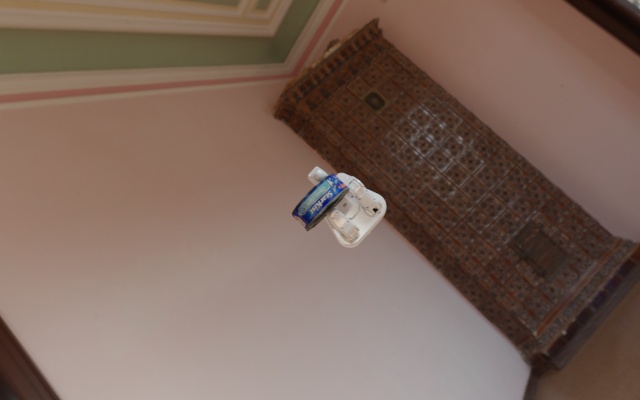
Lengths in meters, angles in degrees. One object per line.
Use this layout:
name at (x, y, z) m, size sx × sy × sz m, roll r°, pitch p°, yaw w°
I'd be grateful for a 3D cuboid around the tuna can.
tuna can at (0.000, 0.002, 0.678) m, size 0.086 × 0.034 × 0.086 m, roll -44°, pitch -7°, yaw -7°
